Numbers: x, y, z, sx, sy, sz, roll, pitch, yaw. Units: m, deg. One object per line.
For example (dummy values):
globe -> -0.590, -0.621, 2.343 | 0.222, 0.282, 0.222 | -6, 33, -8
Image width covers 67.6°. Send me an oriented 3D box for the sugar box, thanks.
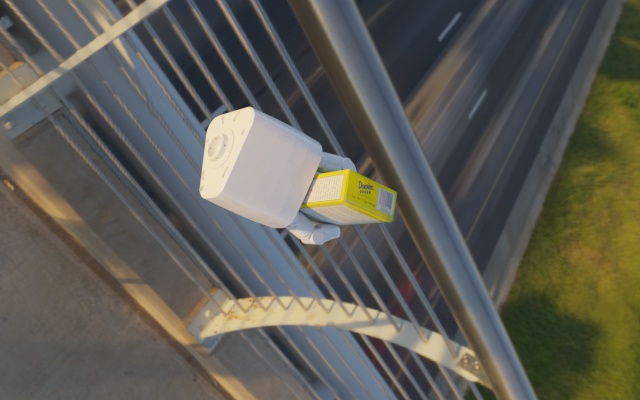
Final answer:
sugar box -> 0.000, 0.001, 0.616 | 0.176, 0.048, 0.093 | -3, -19, 46
